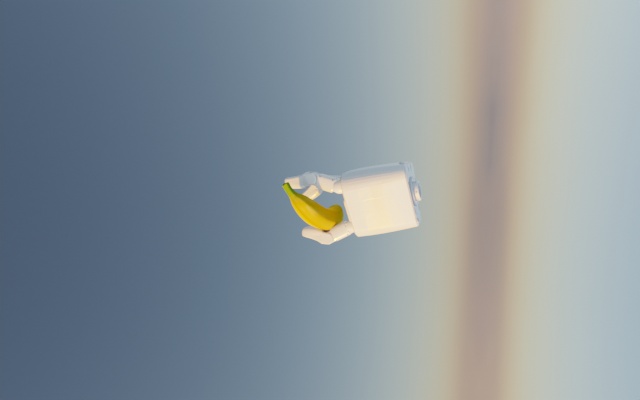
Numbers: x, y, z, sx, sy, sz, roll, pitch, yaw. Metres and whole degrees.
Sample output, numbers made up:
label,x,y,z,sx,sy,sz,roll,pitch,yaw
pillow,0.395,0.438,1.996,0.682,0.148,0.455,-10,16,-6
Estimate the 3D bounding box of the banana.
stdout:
label,x,y,z,sx,sy,sz,roll,pitch,yaw
banana,0.003,0.019,0.822,0.037,0.069,0.198,-22,-21,20
